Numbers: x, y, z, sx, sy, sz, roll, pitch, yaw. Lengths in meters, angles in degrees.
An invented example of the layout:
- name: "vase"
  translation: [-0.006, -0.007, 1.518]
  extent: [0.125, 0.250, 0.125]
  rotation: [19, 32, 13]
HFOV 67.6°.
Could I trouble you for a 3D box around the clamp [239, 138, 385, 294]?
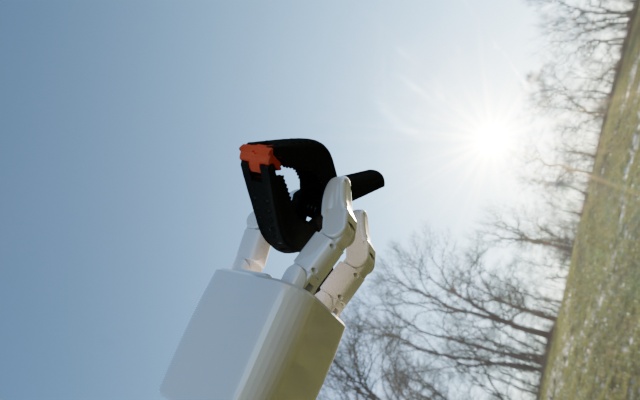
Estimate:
- name: "clamp"
  translation: [-0.001, 0.001, 0.417]
  extent: [0.036, 0.164, 0.210]
  rotation: [11, -26, 30]
